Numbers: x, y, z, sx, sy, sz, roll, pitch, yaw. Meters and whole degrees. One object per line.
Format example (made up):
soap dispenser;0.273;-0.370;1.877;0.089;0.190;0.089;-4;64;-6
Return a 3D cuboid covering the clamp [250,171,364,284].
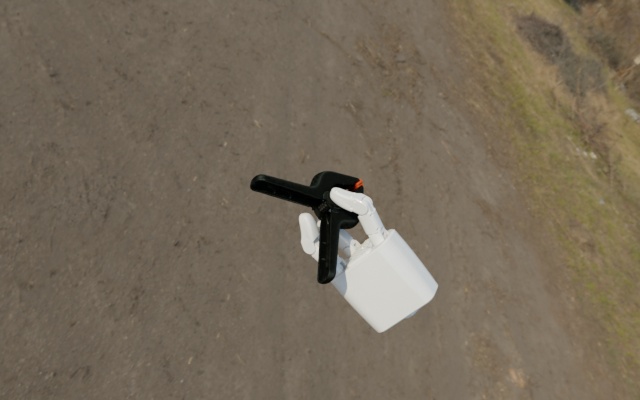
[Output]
clamp;0.001;0.002;0.676;0.036;0.164;0.210;-37;4;36
